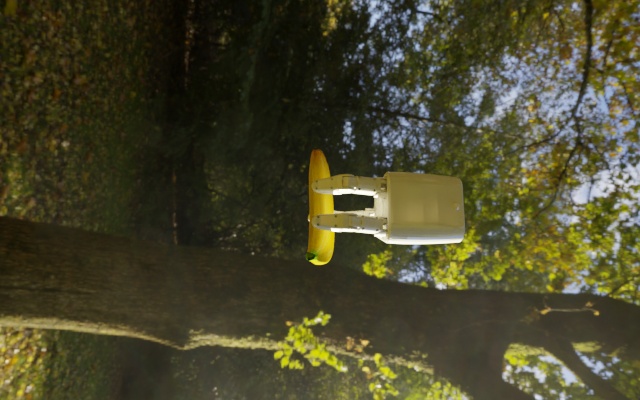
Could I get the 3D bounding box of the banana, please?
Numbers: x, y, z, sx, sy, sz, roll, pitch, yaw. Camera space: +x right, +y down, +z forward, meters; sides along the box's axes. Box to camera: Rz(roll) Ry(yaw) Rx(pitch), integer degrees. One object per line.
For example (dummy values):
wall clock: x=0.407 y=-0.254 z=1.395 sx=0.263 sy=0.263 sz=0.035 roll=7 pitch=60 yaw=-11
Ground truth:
banana: x=0.001 y=0.017 z=0.681 sx=0.037 sy=0.197 sz=0.070 roll=-1 pitch=-40 yaw=2
